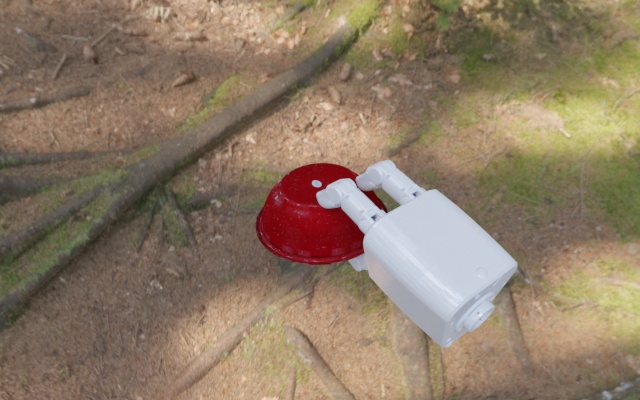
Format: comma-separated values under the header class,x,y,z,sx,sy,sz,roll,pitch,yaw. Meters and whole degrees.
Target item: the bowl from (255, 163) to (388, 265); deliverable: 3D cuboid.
class,x,y,z,sx,sy,sz,roll,pitch,yaw
bowl,-0.001,0.001,0.565,0.162,0.055,0.162,-3,35,2
